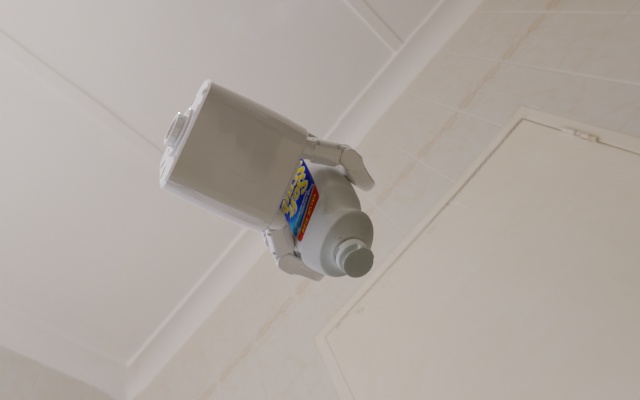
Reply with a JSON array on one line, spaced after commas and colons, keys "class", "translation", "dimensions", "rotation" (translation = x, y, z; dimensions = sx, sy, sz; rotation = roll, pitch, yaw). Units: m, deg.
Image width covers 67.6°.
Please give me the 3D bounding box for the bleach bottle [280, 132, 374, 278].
[{"class": "bleach bottle", "translation": [0.000, 0.002, 0.516], "dimensions": [0.068, 0.102, 0.250], "rotation": [26, 11, -25]}]
